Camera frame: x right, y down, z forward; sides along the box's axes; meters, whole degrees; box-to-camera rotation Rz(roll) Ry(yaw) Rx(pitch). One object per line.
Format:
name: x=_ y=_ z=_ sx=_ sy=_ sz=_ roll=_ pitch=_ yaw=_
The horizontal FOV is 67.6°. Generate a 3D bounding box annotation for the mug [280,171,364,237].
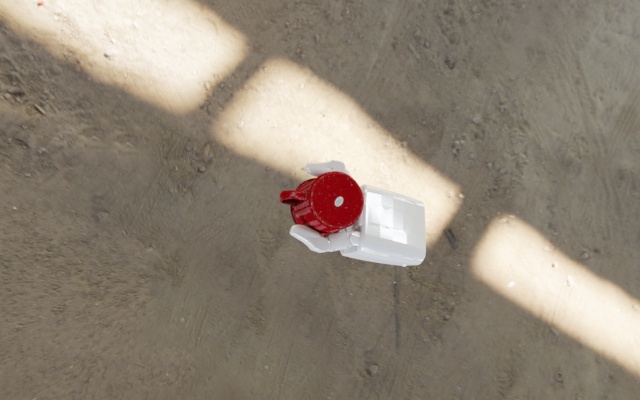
mug: x=-0.001 y=0.002 z=0.681 sx=0.117 sy=0.093 sz=0.081 roll=13 pitch=-13 yaw=-16
